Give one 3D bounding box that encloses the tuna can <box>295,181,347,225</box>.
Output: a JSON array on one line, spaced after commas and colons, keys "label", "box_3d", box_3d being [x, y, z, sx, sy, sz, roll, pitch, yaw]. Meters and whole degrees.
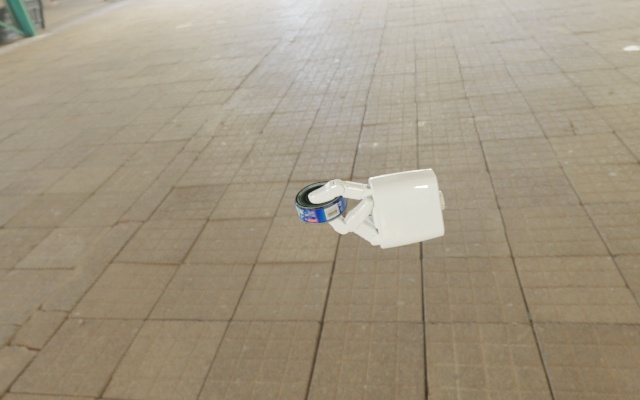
[{"label": "tuna can", "box_3d": [0.000, 0.002, 0.811, 0.086, 0.034, 0.086, -11, 32, 7]}]
